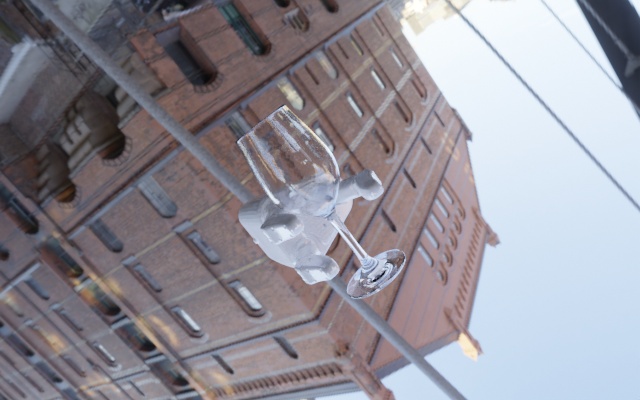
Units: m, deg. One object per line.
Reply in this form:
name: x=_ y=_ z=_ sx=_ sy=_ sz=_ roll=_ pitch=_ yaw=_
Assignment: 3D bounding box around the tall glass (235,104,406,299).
tall glass: x=0.001 y=0.002 z=0.487 sx=0.079 sy=0.201 sz=0.079 roll=-35 pitch=14 yaw=10
